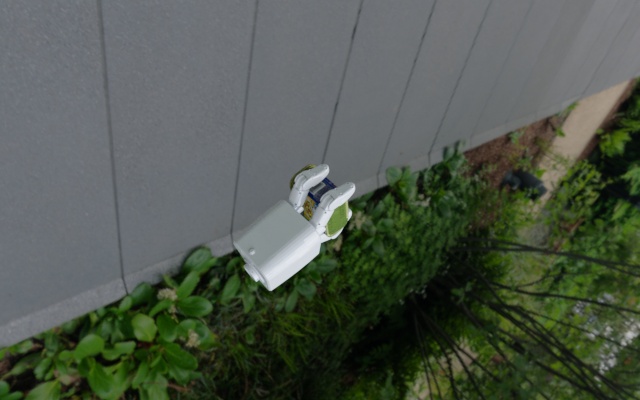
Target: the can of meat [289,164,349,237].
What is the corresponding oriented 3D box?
[{"bbox_3d":[0.000,0.003,0.801,0.057,0.102,0.084,-37,58,-19],"label":"can of meat"}]
